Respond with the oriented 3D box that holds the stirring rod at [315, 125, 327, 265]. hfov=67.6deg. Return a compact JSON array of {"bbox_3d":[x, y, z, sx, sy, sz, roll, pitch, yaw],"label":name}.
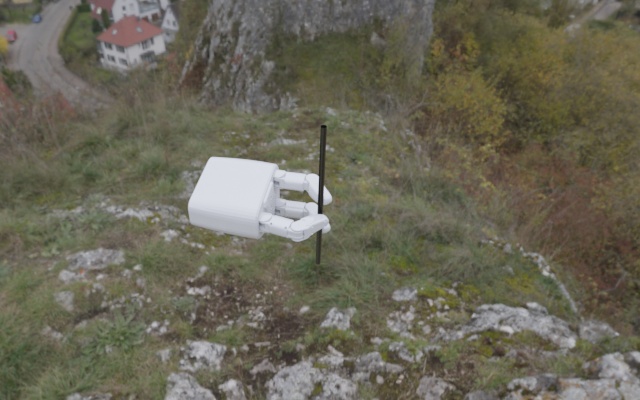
[{"bbox_3d":[0.000,0.002,0.673,0.011,0.240,0.011,2,38,-1],"label":"stirring rod"}]
